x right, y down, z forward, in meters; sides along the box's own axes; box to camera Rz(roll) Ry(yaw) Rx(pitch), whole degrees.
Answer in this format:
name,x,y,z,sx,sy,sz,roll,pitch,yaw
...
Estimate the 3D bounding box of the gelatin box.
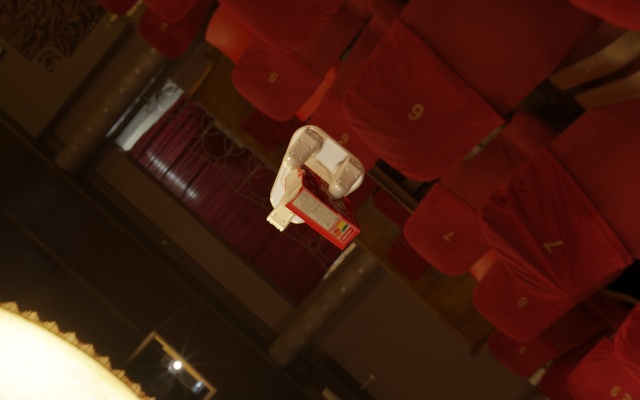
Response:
name,x,y,z,sx,sy,sz,roll,pitch,yaw
gelatin box,0.000,0.002,0.483,0.073,0.030,0.089,38,13,-16
